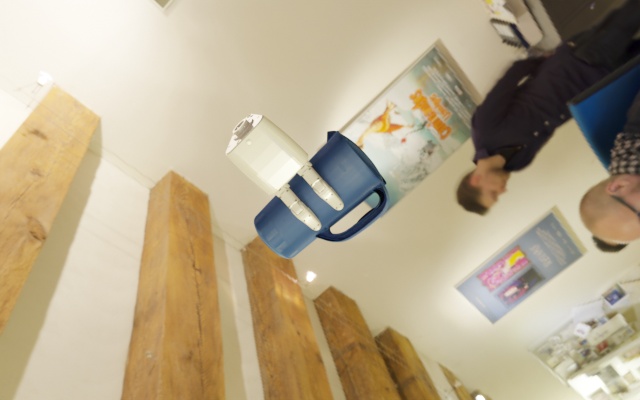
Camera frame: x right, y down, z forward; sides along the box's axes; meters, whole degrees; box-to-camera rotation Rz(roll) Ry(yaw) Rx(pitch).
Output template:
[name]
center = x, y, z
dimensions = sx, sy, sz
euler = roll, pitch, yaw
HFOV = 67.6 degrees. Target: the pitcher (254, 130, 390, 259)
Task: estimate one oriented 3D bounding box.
[pitcher]
center = 0.000, 0.003, 0.887
dimensions = 0.145, 0.243, 0.149
euler = 42, 13, -26
